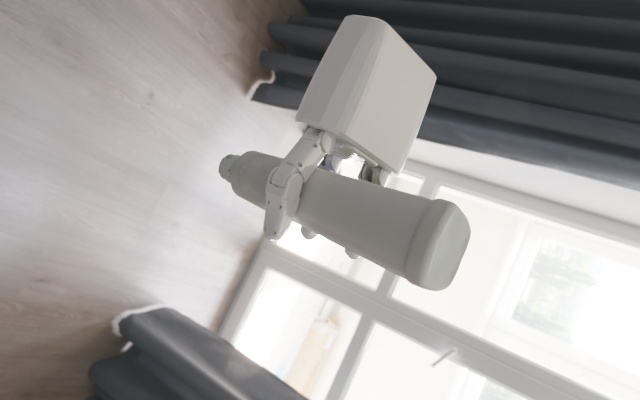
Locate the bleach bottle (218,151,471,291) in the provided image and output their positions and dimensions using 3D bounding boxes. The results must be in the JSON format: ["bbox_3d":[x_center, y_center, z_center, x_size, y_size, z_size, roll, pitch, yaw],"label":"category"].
[{"bbox_3d":[0.000,0.001,0.430,0.251,0.068,0.102,21,-4,30],"label":"bleach bottle"}]
